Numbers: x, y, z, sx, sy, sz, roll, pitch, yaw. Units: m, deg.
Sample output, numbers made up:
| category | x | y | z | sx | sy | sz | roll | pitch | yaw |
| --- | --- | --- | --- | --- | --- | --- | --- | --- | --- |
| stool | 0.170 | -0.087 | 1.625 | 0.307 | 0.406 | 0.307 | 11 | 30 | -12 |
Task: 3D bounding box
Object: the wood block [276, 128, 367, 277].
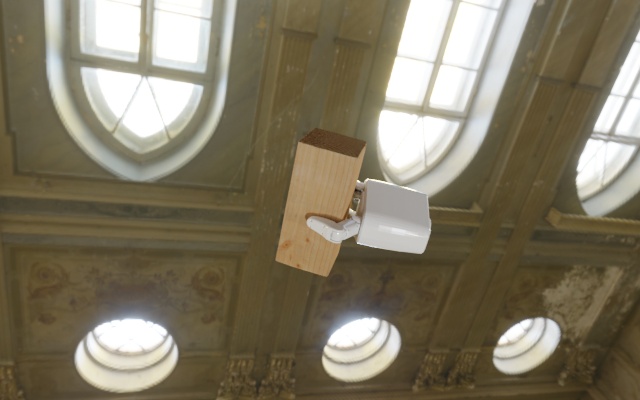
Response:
| category | x | y | z | sx | sy | sz | roll | pitch | yaw |
| --- | --- | --- | --- | --- | --- | --- | --- | --- | --- |
| wood block | 0.000 | 0.003 | 0.755 | 0.090 | 0.206 | 0.090 | 17 | 25 | 8 |
